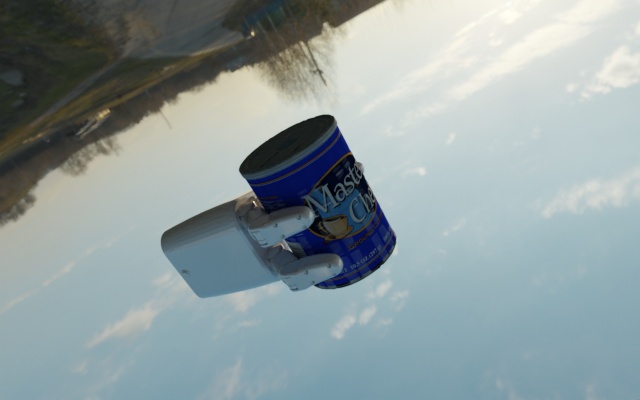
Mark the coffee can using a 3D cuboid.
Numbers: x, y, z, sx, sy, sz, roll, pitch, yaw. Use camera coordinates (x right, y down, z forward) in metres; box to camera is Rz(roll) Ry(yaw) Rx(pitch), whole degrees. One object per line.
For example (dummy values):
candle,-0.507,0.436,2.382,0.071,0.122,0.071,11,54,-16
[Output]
coffee can,0.000,0.001,0.472,0.103,0.140,0.102,-26,22,11
